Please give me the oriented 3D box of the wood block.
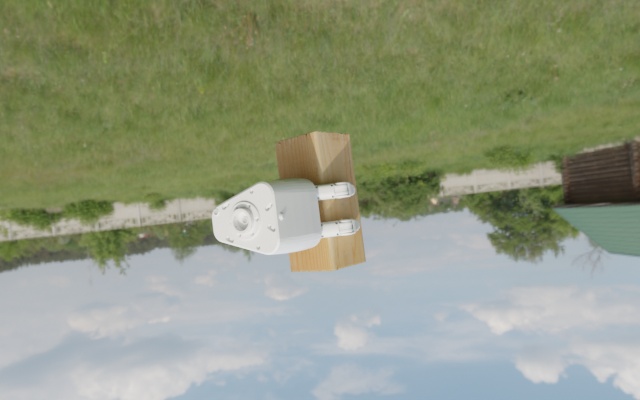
[{"bbox_3d":[0.000,0.003,0.757,0.091,0.206,0.090,-8,-2,39],"label":"wood block"}]
